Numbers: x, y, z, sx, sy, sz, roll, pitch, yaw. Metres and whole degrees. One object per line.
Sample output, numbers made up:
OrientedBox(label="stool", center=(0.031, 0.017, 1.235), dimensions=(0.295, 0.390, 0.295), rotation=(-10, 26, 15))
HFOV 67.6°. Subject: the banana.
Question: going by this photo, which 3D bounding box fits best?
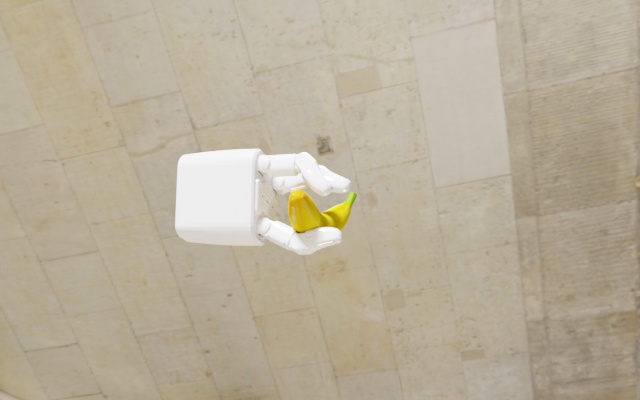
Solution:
OrientedBox(label="banana", center=(-0.002, 0.020, 0.610), dimensions=(0.037, 0.069, 0.198), rotation=(10, 4, 20))
